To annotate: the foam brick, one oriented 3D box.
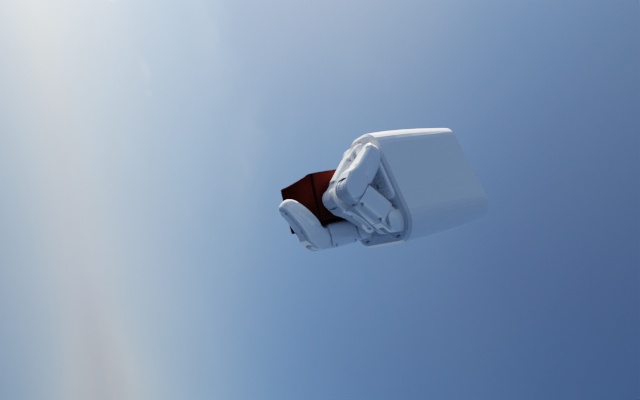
[{"bbox_3d":[0.000,0.002,0.502,0.051,0.053,0.078,-11,-5,-27],"label":"foam brick"}]
